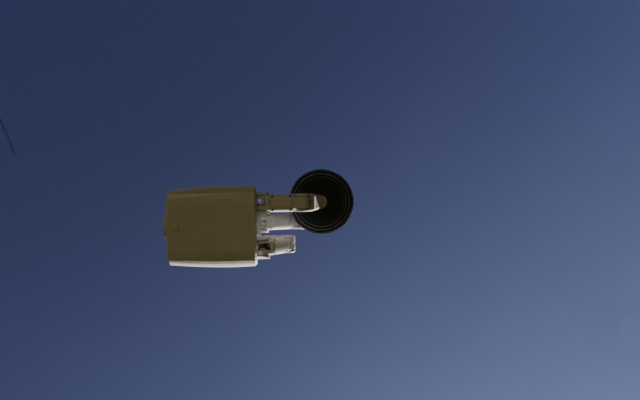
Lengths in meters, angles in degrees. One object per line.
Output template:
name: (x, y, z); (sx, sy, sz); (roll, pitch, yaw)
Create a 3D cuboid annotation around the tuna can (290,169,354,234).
tuna can: (0.000, 0.002, 0.646); (0.086, 0.086, 0.034); (0, -2, -4)
